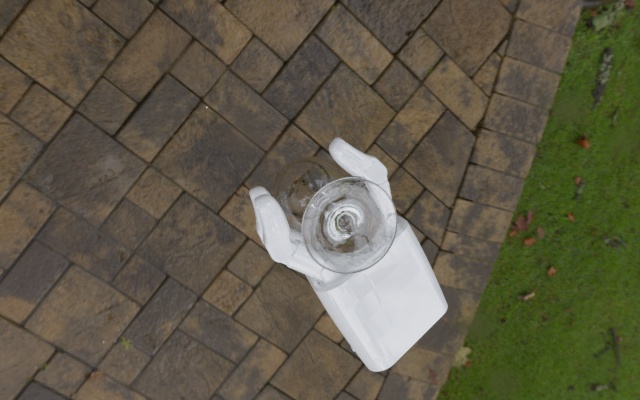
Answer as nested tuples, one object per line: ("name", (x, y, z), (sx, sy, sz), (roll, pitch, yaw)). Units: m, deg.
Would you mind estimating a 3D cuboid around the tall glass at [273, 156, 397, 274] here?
("tall glass", (0.000, 0.001, 0.448), (0.079, 0.079, 0.201), (0, 11, -13))
